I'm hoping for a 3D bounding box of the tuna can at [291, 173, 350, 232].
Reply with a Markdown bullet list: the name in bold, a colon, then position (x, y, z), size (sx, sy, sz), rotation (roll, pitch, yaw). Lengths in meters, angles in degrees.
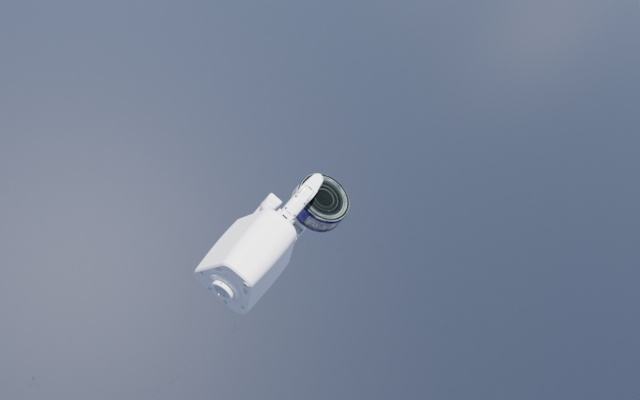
- **tuna can**: position (0.000, 0.002, 0.719), size (0.086, 0.086, 0.034), rotation (0, -30, -29)
